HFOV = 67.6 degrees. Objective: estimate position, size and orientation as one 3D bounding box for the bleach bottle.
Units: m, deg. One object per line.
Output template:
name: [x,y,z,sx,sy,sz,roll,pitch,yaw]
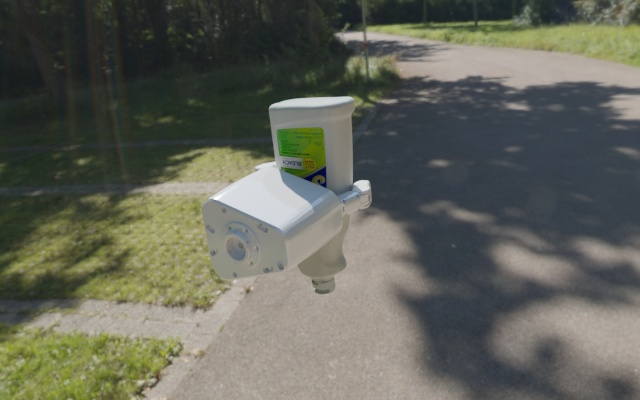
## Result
bleach bottle: [0.000,0.002,0.597,0.102,0.251,0.068,5,22,30]
